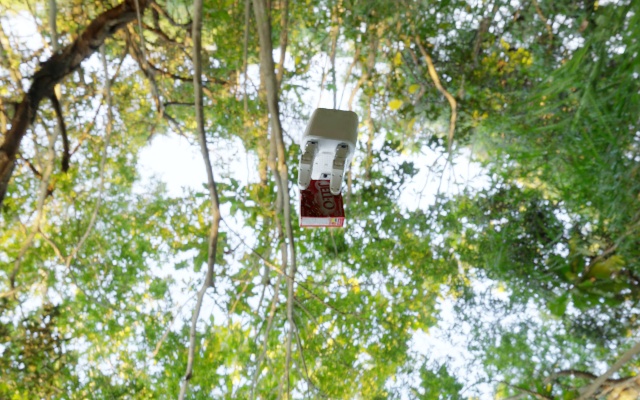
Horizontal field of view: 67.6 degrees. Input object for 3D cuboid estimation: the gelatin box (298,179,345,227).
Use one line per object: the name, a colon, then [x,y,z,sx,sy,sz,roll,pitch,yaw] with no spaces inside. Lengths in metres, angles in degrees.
gelatin box: [0.000,0.003,0.801,0.073,0.089,0.030,1,-42,-6]
